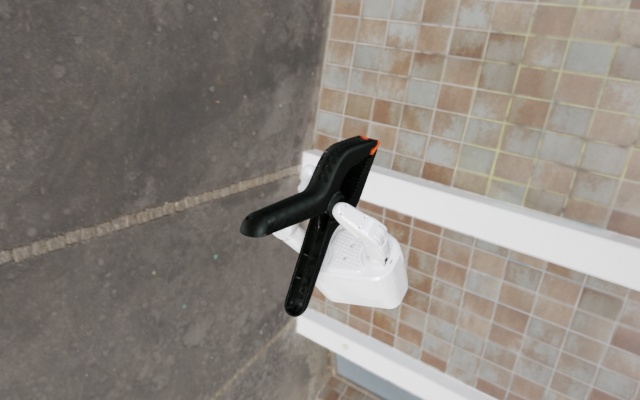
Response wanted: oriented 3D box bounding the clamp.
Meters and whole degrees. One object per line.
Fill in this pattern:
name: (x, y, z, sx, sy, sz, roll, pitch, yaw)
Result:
clamp: (0.001, 0.002, 0.492, 0.036, 0.210, 0.165, 20, -24, 27)
